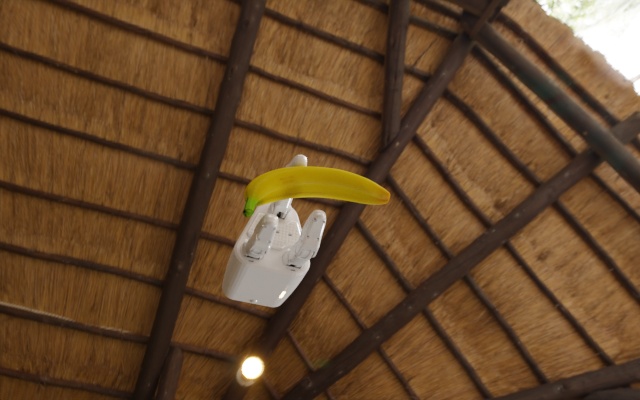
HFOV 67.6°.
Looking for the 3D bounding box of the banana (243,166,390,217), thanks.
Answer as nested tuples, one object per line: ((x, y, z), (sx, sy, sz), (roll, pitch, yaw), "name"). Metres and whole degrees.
((-0.010, -0.012, 0.566), (0.198, 0.069, 0.037), (-7, -37, -30), "banana")
